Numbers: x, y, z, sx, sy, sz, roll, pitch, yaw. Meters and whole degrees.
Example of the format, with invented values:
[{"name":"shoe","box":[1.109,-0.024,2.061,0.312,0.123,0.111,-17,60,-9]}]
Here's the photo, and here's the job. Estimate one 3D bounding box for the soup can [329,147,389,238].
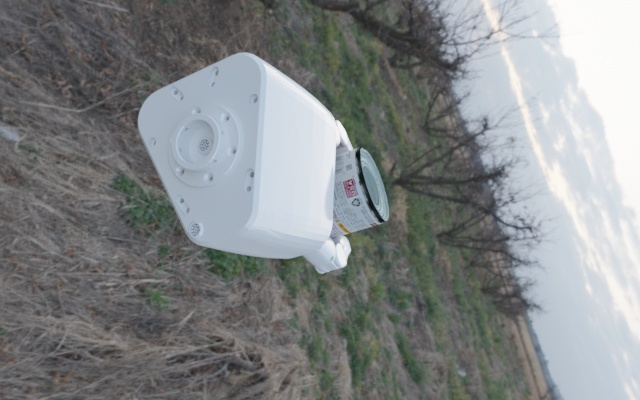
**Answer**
[{"name":"soup can","box":[0.001,0.001,0.414,0.102,0.068,0.068,-19,-6,19]}]
